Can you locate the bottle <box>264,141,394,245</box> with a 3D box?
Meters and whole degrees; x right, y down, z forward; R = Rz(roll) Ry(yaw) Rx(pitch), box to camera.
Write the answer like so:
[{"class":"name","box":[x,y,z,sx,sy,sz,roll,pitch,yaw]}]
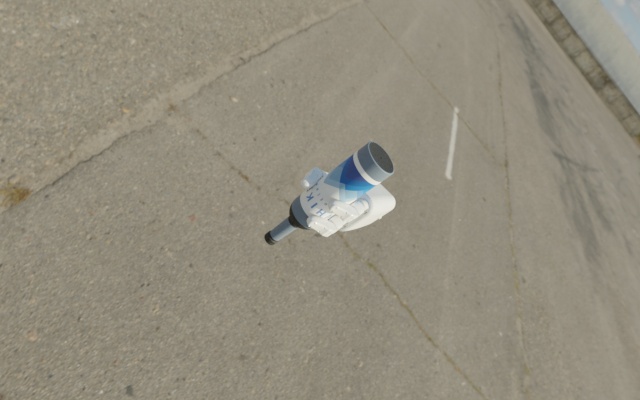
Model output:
[{"class":"bottle","box":[0.000,0.003,0.872,0.296,0.069,0.069,-36,-21,31]}]
